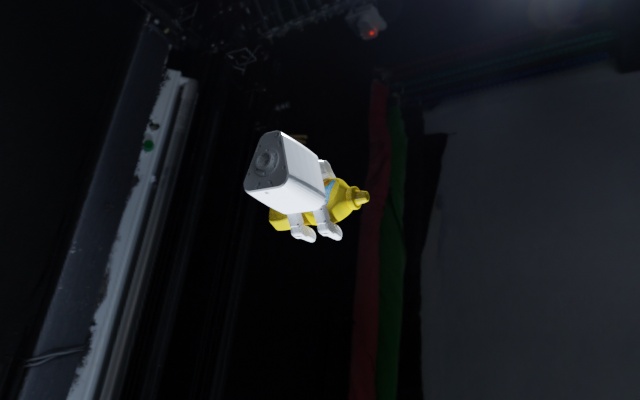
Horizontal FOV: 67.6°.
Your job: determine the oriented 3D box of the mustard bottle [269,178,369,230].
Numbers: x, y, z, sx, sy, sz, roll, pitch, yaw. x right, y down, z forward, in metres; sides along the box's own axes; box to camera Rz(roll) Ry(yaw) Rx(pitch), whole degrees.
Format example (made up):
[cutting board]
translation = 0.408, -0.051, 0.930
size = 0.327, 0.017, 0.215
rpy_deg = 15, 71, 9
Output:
[mustard bottle]
translation = 0.000, 0.003, 0.883
size = 0.191, 0.096, 0.058
rpy_deg = -8, -46, 31
